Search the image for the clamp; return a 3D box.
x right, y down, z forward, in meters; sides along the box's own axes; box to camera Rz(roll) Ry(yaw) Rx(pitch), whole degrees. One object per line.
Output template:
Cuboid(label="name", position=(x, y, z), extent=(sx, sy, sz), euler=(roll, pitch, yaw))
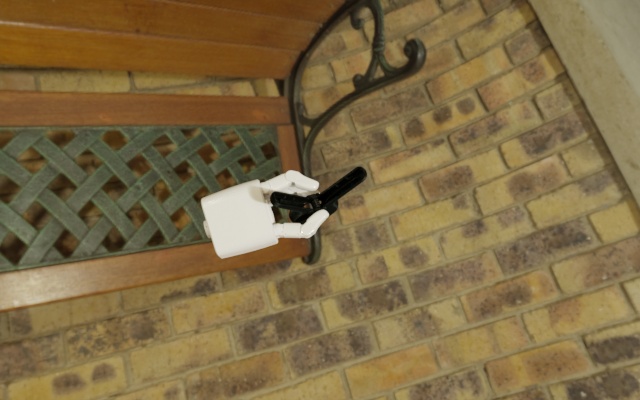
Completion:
Cuboid(label="clamp", position=(0.000, 0.004, 0.853), extent=(0.164, 0.036, 0.210), euler=(-18, -17, -4))
